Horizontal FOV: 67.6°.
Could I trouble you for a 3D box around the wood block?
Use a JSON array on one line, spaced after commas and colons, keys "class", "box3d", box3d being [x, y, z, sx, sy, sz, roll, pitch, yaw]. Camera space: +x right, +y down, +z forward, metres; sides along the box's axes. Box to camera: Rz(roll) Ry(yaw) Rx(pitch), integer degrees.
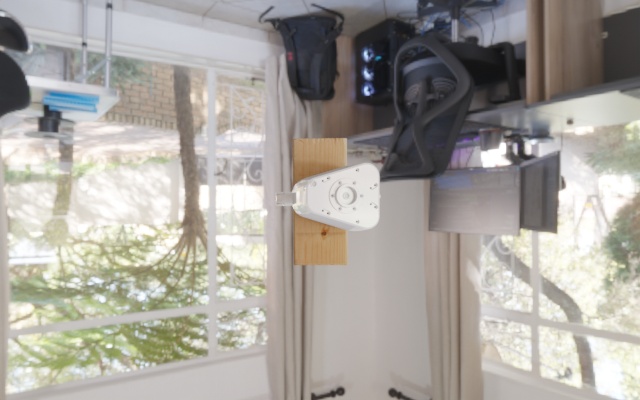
[{"class": "wood block", "box3d": [0.000, 0.003, 0.815, 0.091, 0.206, 0.090, 0, -2, 1]}]
